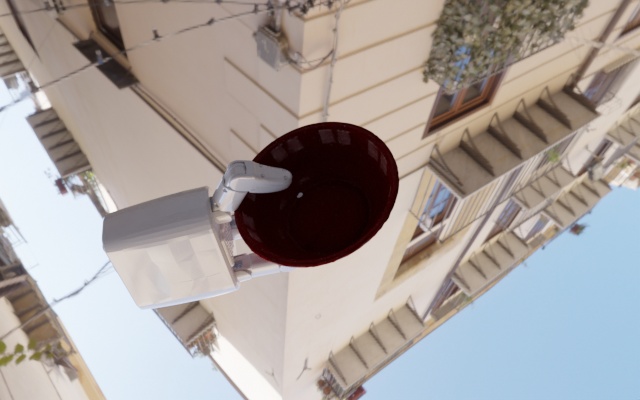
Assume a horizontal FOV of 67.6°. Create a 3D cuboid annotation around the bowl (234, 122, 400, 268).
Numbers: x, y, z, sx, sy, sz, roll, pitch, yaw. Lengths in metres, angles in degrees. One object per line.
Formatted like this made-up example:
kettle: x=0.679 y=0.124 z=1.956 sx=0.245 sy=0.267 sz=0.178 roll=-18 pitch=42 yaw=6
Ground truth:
bowl: x=0.001 y=0.002 z=0.467 sx=0.162 sy=0.162 sz=0.055 roll=0 pitch=-31 yaw=20
